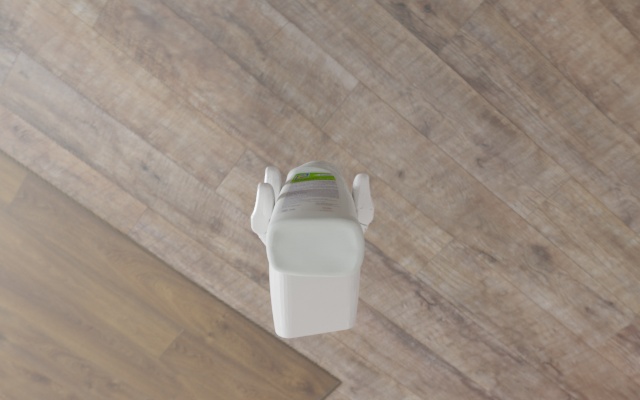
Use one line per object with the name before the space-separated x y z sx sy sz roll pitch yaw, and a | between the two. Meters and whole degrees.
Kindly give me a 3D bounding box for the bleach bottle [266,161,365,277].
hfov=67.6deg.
bleach bottle | 0.000 0.002 0.586 0.102 0.068 0.250 1 22 4
